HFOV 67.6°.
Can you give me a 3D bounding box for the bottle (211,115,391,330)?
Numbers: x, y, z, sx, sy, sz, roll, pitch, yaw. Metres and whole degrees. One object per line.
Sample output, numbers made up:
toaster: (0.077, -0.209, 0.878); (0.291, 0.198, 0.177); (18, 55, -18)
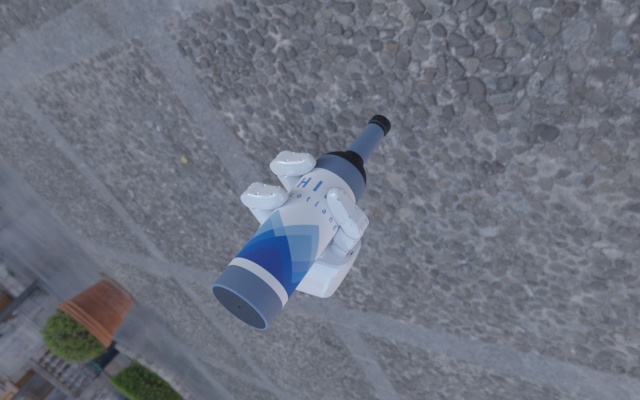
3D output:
bottle: (0.000, 0.002, 0.525); (0.069, 0.069, 0.295); (0, 42, 45)
